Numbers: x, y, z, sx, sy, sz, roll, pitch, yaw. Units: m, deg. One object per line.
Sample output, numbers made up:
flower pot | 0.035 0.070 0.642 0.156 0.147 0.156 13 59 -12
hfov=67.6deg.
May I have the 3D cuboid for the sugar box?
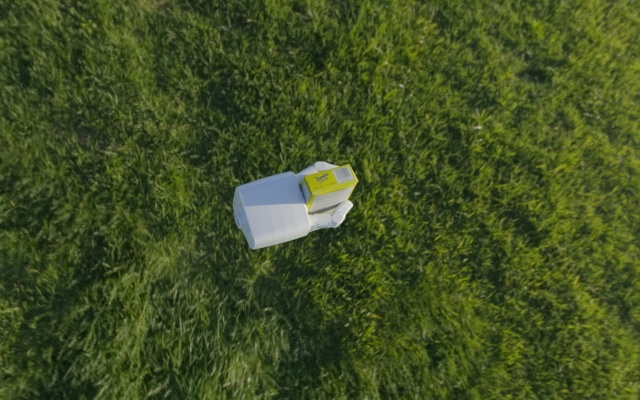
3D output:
sugar box | 0.000 0.002 0.898 0.093 0.048 0.176 -15 -21 -22
